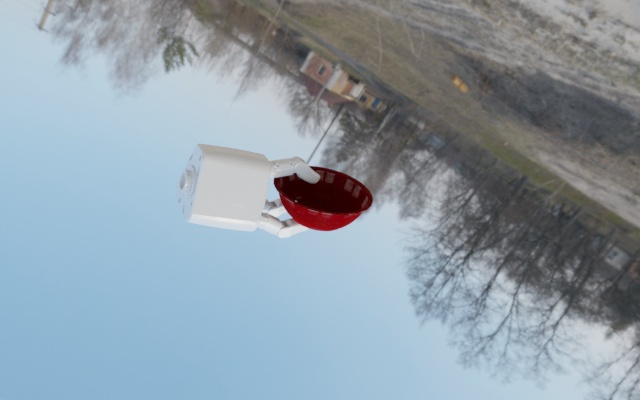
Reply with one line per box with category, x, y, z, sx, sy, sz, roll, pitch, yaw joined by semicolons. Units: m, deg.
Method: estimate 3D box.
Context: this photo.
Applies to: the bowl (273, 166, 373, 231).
bowl;0.001;0.003;0.774;0.162;0.055;0.162;10;28;-5
